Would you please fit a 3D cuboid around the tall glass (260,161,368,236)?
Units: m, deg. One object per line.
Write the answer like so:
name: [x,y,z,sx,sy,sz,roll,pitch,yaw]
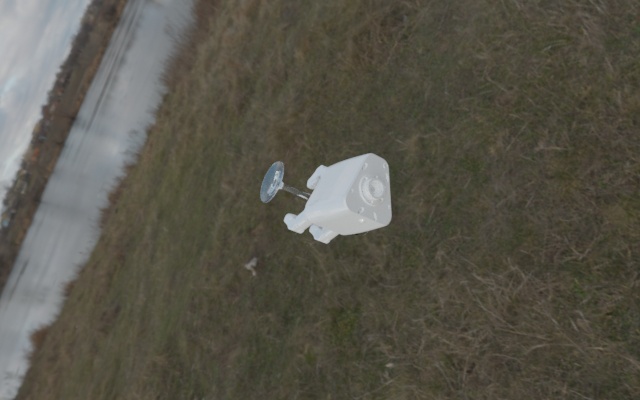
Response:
tall glass: [-0.001,0.002,0.838,0.201,0.079,0.079,23,-11,-28]
